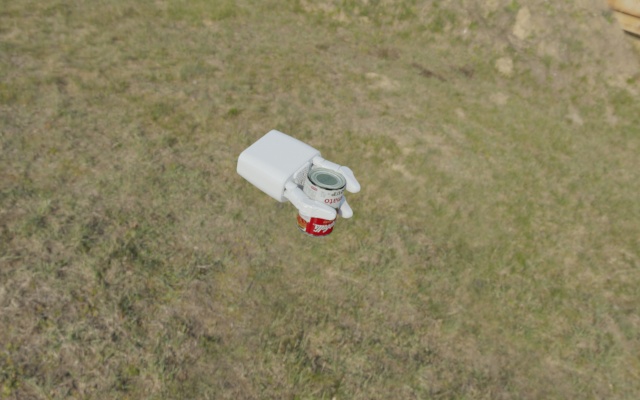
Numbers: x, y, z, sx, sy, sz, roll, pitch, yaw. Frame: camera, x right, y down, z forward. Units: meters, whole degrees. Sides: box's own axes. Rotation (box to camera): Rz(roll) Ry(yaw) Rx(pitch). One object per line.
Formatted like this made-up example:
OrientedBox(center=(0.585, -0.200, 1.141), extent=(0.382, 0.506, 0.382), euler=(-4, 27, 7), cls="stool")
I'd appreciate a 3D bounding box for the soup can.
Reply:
OrientedBox(center=(0.001, 0.003, 0.820), extent=(0.068, 0.102, 0.068), euler=(10, 33, -7), cls="soup can")
